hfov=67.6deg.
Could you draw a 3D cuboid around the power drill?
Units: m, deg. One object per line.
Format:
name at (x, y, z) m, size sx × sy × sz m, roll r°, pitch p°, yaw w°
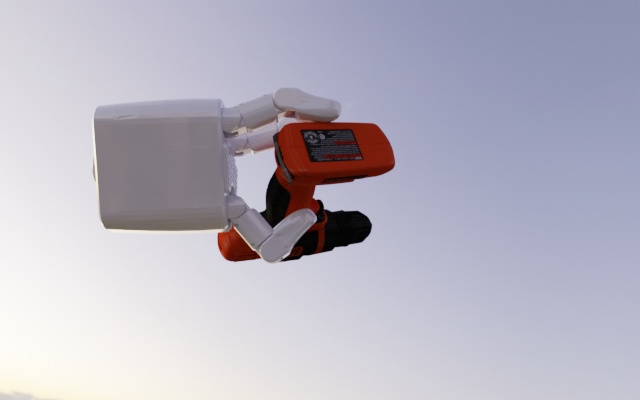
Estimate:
power drill at (0.000, 0.001, 0.484) m, size 0.184 × 0.057 × 0.188 m, roll -6°, pitch -31°, yaw -27°
